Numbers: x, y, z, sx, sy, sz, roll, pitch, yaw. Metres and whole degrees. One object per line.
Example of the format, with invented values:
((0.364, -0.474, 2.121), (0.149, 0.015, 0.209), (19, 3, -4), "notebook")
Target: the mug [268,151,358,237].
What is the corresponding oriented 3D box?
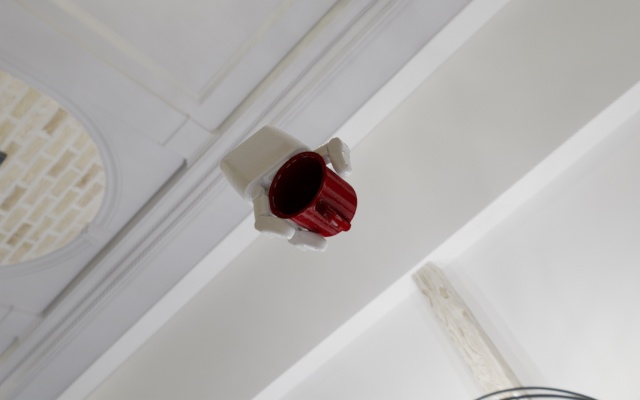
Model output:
((0.001, 0.003, 0.604), (0.081, 0.093, 0.117), (35, 4, -42), "mug")
